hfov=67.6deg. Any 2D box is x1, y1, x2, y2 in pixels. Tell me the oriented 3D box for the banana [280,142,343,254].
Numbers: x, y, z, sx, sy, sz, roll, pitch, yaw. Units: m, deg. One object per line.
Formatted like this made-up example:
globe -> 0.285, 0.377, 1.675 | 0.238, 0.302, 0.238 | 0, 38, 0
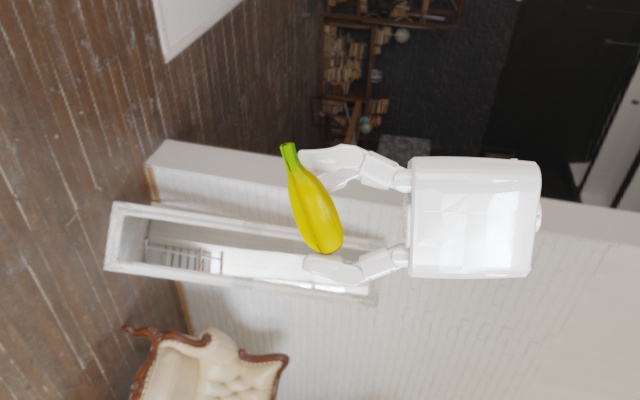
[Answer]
banana -> 0.001, 0.017, 0.457 | 0.037, 0.069, 0.198 | -8, -23, 6
